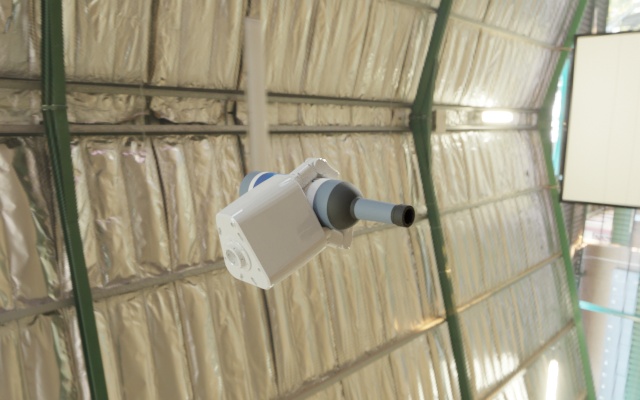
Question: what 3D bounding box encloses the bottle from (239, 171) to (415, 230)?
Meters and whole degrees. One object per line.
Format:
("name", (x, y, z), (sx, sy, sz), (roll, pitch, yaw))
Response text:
("bottle", (0.000, 0.002, 0.664), (0.295, 0.069, 0.069), (9, 6, 44))
